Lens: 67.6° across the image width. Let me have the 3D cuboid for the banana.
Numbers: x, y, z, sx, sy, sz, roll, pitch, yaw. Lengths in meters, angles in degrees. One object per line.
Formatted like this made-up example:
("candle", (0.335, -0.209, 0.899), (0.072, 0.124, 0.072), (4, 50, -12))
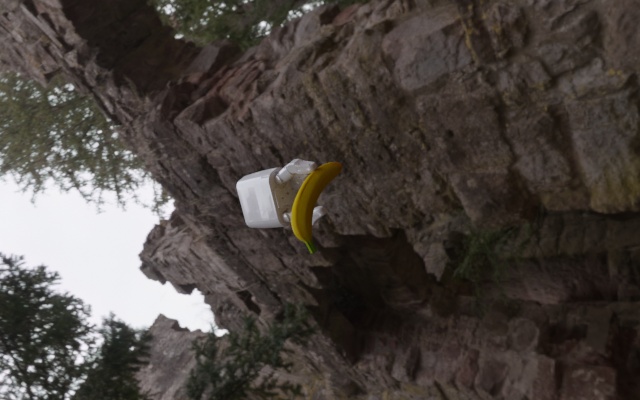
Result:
("banana", (-0.012, -0.005, 0.866), (0.037, 0.197, 0.070), (-8, -39, 40))
